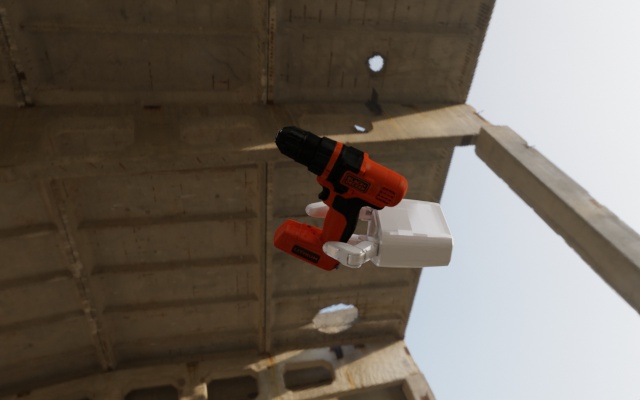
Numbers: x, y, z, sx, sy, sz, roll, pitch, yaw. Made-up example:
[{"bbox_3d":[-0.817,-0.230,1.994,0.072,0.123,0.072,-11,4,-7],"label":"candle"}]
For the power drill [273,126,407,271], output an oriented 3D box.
[{"bbox_3d":[0.000,0.003,0.661,0.184,0.188,0.057,26,38,-4],"label":"power drill"}]
